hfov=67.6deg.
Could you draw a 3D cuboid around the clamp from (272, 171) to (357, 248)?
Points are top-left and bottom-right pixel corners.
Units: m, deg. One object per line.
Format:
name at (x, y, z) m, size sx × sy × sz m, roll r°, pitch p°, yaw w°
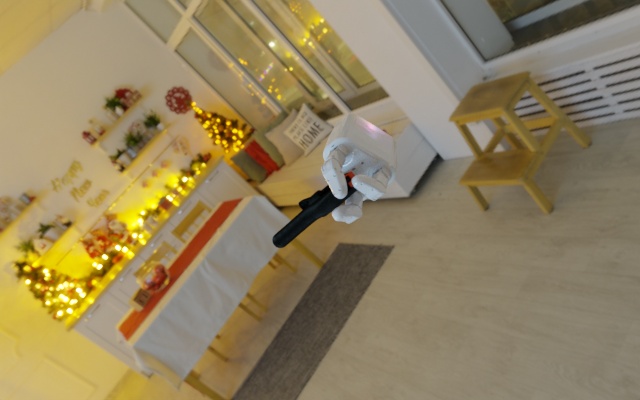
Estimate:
clamp at (0.000, 0.002, 0.754) m, size 0.171 × 0.039 × 0.120 m, roll -35°, pitch 19°, yaw 29°
